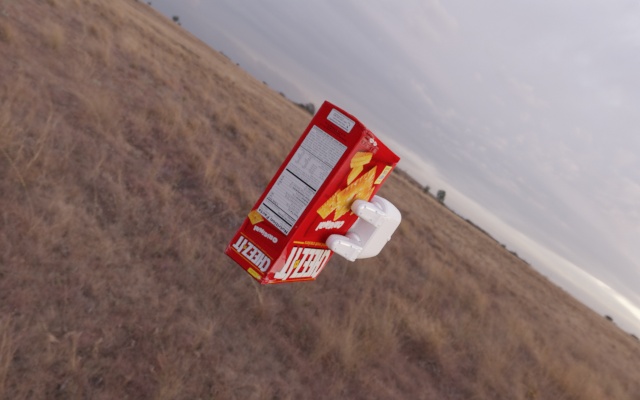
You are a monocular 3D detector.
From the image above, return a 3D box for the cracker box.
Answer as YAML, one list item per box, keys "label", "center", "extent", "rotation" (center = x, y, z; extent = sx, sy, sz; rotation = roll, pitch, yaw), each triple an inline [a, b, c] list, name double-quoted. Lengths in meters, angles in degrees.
- label: "cracker box"
  center: [0.000, 0.002, 0.602]
  extent: [0.072, 0.214, 0.164]
  rotation: [37, 7, 22]
